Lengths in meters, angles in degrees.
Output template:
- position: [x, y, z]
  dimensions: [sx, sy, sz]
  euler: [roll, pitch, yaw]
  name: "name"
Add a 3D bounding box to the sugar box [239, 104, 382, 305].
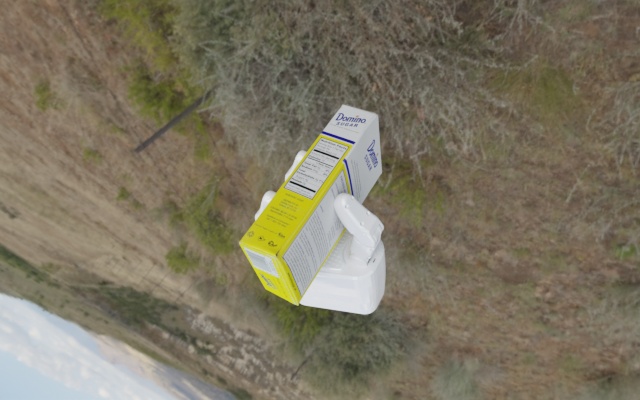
- position: [0.000, 0.001, 0.457]
  dimensions: [0.048, 0.176, 0.093]
  euler: [20, -30, 23]
  name: "sugar box"
